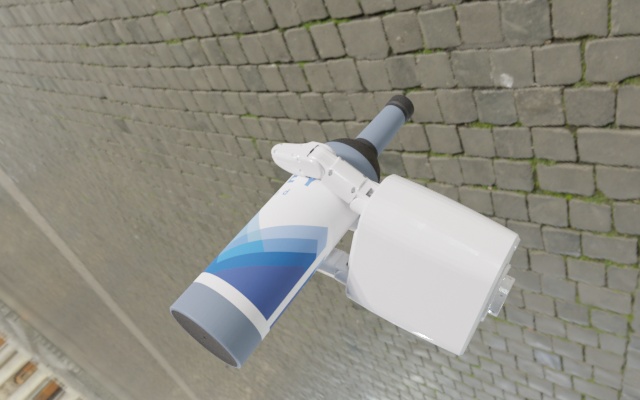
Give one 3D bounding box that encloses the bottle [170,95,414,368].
[{"bbox_3d":[0.000,0.001,0.413,0.069,0.069,0.295,0,42,49],"label":"bottle"}]
